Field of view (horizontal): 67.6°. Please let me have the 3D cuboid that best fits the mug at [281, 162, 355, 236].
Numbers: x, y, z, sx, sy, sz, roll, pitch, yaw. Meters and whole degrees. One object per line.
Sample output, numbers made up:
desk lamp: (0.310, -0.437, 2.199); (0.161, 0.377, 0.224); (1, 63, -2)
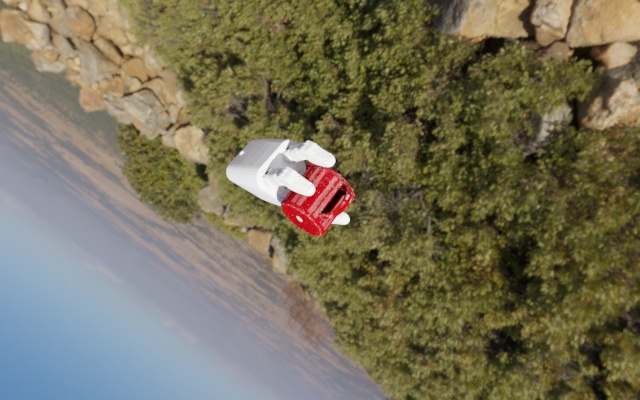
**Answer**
mug: (0.001, 0.003, 0.730); (0.117, 0.081, 0.093); (12, -32, 50)
